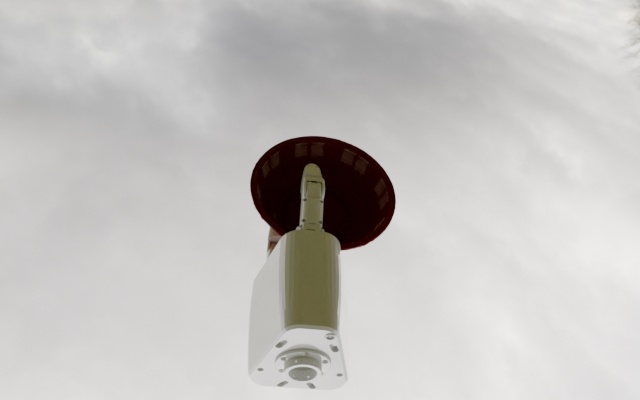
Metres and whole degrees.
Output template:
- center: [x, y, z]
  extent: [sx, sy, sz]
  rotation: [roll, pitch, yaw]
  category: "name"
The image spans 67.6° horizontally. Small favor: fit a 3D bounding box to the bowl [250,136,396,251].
- center: [0.000, 0.001, 0.543]
  extent: [0.162, 0.162, 0.055]
  rotation: [0, -37, -12]
  category: "bowl"
